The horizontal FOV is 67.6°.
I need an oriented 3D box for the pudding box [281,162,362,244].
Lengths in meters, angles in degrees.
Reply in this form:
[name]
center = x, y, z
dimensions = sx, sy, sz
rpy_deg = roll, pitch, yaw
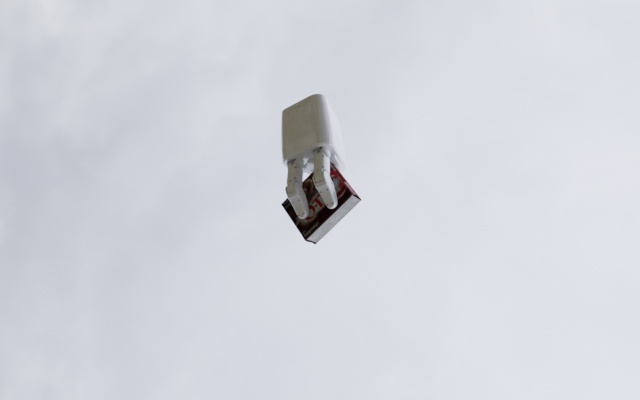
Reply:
[pudding box]
center = 0.000, 0.003, 0.796
dimensions = 0.039, 0.113, 0.090
rpy_deg = 26, 23, -51
